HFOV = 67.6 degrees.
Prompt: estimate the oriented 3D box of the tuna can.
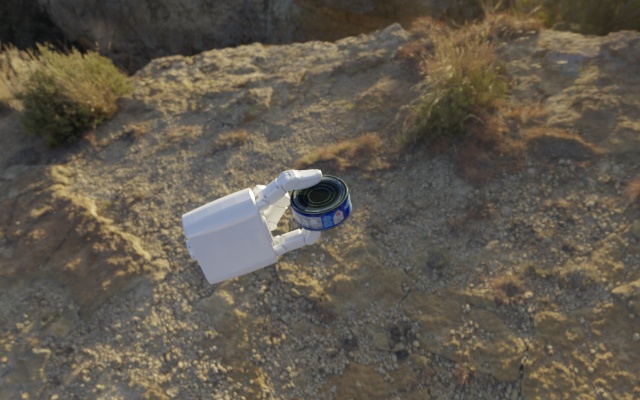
[{"bbox_3d":[0.000,0.002,0.678,0.086,0.034,0.086,-7,41,6],"label":"tuna can"}]
